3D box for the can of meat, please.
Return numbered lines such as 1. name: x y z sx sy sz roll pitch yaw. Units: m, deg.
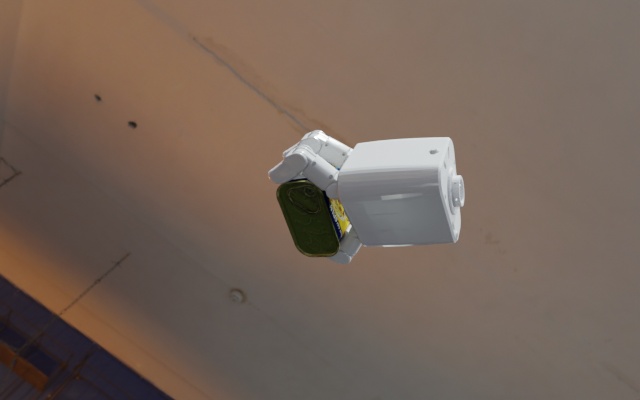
1. can of meat: 0.000 0.002 0.569 0.057 0.102 0.084 -5 30 27
